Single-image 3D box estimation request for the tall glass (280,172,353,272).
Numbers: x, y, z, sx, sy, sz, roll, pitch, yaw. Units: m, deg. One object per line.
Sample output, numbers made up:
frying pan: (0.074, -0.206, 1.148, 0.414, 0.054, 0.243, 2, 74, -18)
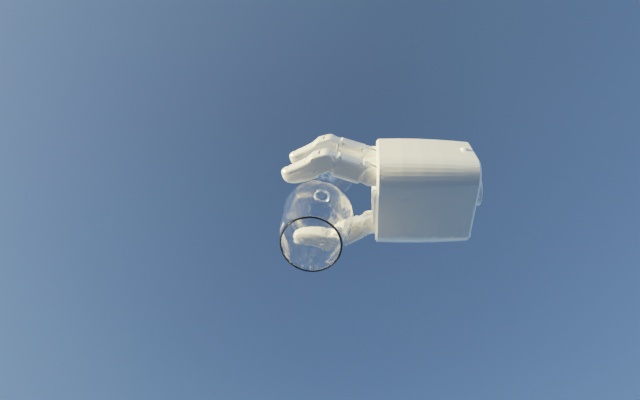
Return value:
tall glass: (0.000, 0.002, 0.549, 0.079, 0.079, 0.201, 0, 25, 6)
